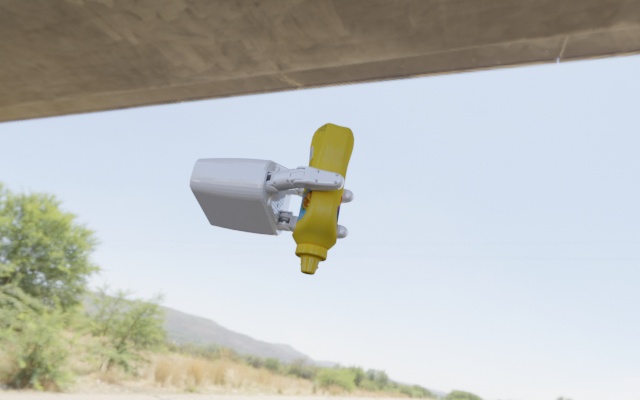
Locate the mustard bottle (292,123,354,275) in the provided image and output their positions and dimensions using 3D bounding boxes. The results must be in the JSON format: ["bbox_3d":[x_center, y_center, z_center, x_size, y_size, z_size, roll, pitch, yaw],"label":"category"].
[{"bbox_3d":[0.000,0.002,0.624,0.058,0.191,0.096,14,-20,-7],"label":"mustard bottle"}]
